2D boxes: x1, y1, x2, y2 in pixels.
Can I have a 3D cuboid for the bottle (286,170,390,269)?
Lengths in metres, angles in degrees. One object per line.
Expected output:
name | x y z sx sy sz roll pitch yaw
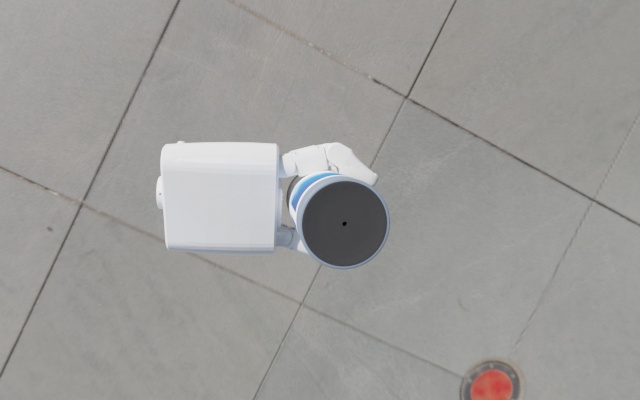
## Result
bottle | 0.000 0.002 0.485 0.069 0.069 0.295 0 6 -7
